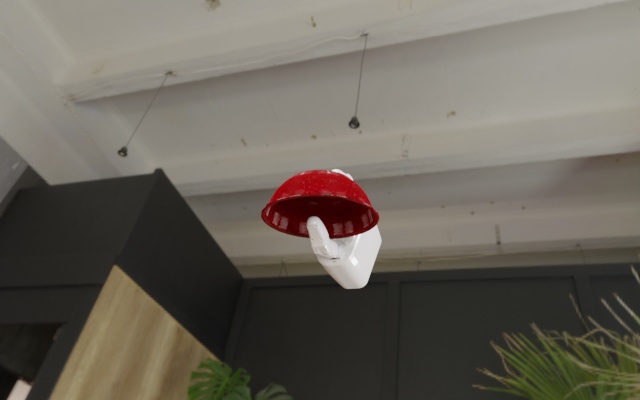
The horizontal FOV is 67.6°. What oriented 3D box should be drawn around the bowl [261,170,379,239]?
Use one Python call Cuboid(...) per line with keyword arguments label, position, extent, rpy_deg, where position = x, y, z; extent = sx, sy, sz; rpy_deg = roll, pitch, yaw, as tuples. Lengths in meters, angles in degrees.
Cuboid(label="bowl", position=(0.000, 0.001, 0.662), extent=(0.162, 0.055, 0.162), rpy_deg=(2, -23, 1))
